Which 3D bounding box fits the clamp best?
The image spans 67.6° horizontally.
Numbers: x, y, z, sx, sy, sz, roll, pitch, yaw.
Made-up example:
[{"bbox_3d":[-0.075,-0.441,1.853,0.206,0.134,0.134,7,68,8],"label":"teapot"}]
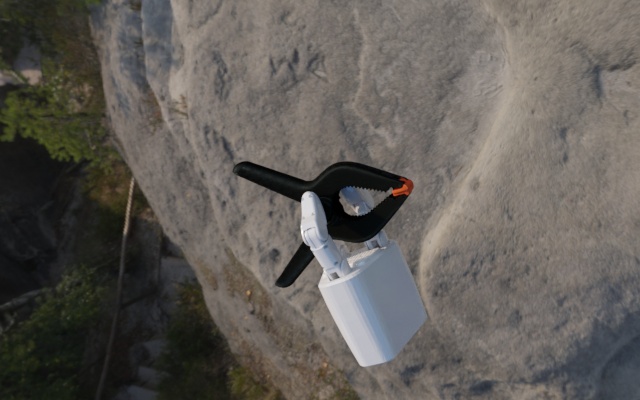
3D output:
[{"bbox_3d":[0.000,0.002,0.549,0.210,0.164,0.036,-23,7,26],"label":"clamp"}]
